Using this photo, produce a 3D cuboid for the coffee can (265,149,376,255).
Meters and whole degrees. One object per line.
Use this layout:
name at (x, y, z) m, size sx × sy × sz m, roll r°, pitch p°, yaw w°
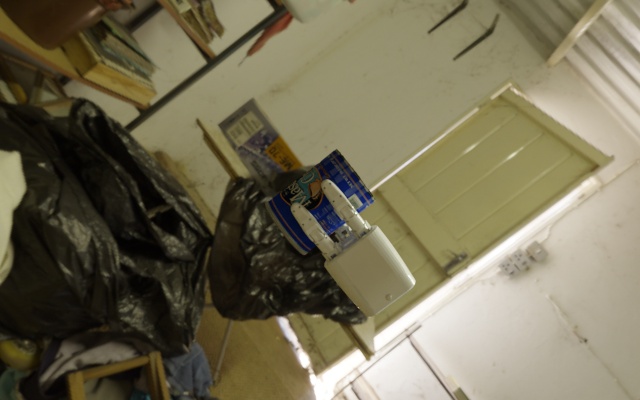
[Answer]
coffee can at (0.000, 0.002, 0.743) m, size 0.140 × 0.103 × 0.103 m, roll -37°, pitch -2°, yaw 3°
